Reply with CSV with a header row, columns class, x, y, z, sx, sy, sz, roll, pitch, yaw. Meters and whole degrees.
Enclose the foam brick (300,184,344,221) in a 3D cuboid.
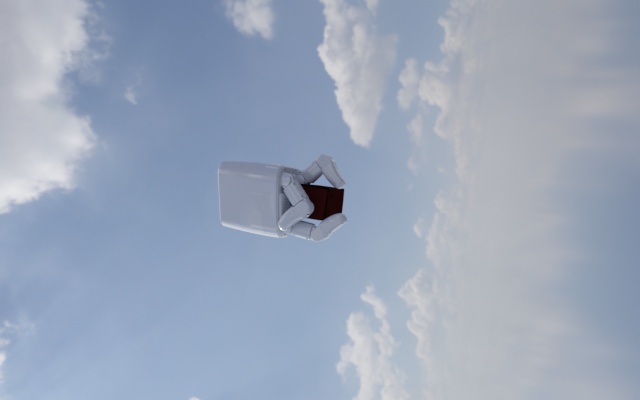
class,x,y,z,sx,sy,sz,roll,pitch,yaw
foam brick,0.000,0.003,0.750,0.051,0.053,0.078,8,2,21
